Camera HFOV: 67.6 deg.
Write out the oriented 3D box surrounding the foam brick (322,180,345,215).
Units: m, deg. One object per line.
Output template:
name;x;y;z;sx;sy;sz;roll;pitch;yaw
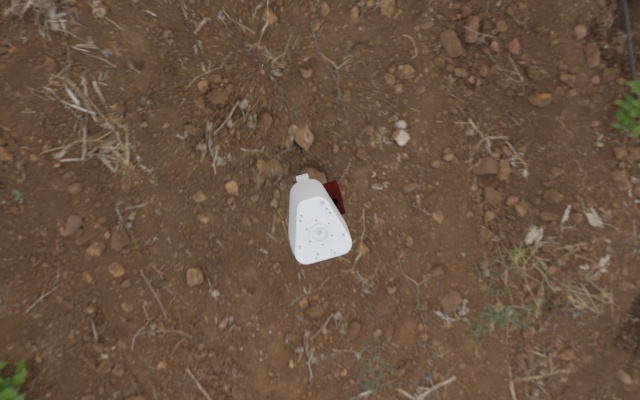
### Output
foam brick;0.000;0.003;0.858;0.078;0.053;0.051;-16;17;-3
